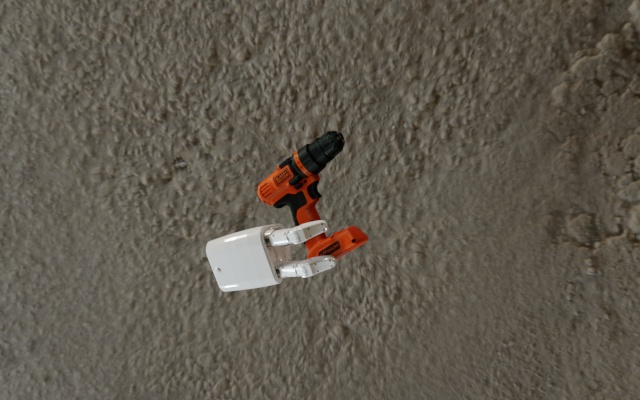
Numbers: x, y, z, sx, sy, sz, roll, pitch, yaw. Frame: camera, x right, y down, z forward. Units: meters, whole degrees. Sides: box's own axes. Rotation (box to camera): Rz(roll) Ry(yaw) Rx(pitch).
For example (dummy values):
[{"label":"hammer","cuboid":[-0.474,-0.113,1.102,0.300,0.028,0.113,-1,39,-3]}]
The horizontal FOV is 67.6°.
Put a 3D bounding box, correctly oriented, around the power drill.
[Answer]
[{"label":"power drill","cuboid":[0.000,0.003,0.785,0.184,0.187,0.057,-36,-15,28]}]
